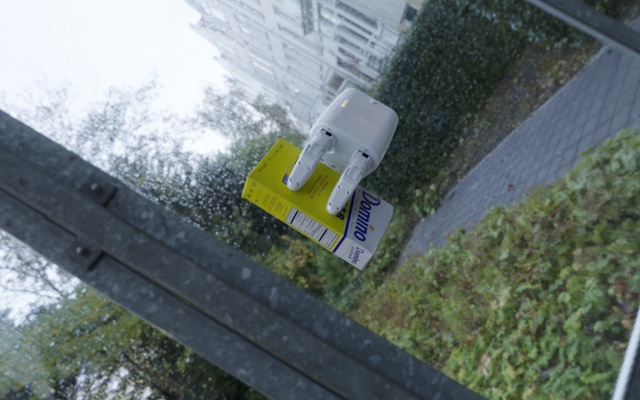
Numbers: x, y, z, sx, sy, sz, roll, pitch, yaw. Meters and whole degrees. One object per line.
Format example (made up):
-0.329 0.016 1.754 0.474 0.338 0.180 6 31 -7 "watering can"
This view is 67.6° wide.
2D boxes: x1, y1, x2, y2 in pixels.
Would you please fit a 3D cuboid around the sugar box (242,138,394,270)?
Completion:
0.000 0.001 0.598 0.176 0.048 0.093 29 46 2 "sugar box"
